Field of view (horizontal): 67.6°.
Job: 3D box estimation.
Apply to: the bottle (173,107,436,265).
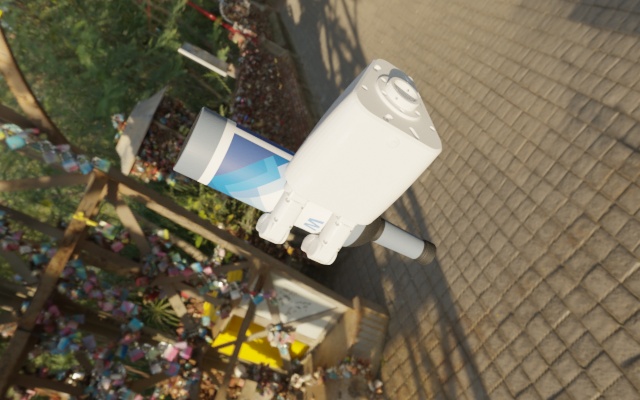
[{"bbox_3d":[0.000,0.002,0.499,0.296,0.069,0.069,26,-9,-20],"label":"bottle"}]
